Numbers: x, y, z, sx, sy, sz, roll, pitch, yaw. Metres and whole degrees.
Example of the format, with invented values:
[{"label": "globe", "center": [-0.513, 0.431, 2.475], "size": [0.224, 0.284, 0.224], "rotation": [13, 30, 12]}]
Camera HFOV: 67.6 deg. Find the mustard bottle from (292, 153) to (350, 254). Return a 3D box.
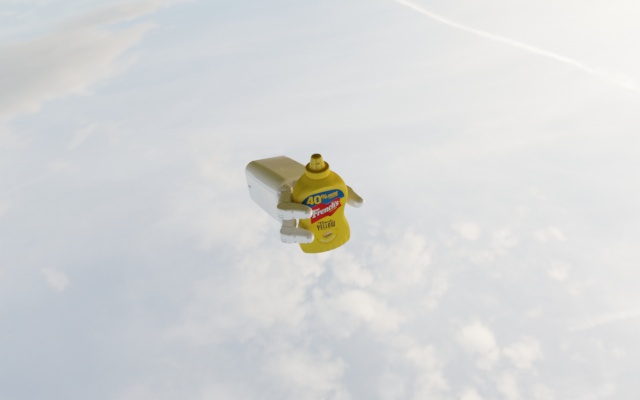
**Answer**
[{"label": "mustard bottle", "center": [0.000, 0.003, 0.828], "size": [0.096, 0.192, 0.058], "rotation": [-14, 38, -11]}]
